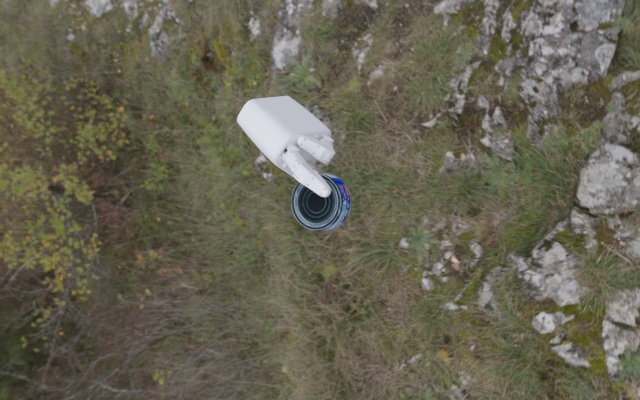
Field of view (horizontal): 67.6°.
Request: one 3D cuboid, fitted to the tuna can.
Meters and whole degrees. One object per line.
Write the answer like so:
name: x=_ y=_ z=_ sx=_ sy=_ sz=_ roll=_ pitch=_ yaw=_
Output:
tuna can: x=0.000 y=0.002 z=0.704 sx=0.086 sy=0.086 sz=0.034 roll=0 pitch=0 yaw=28
